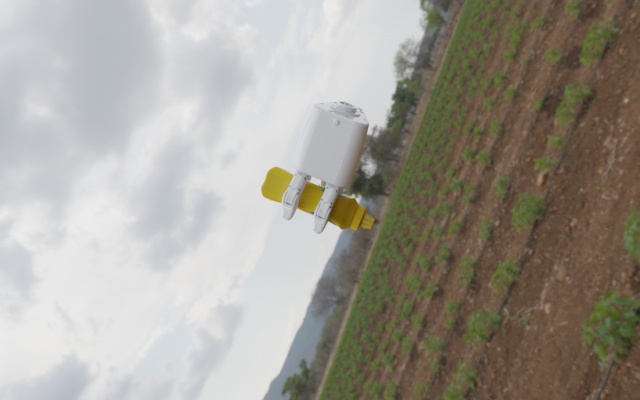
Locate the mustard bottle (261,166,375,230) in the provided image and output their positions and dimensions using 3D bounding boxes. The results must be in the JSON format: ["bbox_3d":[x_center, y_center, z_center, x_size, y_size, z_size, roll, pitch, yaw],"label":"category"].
[{"bbox_3d":[0.000,0.003,0.804,0.191,0.058,0.096,22,-1,7],"label":"mustard bottle"}]
